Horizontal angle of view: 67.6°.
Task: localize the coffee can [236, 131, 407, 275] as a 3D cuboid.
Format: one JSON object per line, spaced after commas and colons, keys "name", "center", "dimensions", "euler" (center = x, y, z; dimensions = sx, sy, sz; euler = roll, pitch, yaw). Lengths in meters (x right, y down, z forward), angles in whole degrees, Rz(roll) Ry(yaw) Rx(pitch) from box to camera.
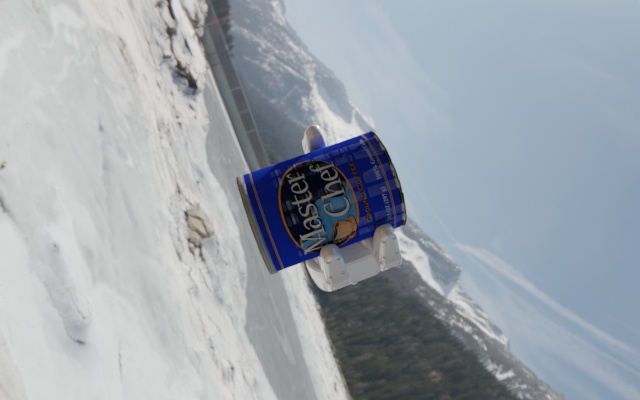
{"name": "coffee can", "center": [0.000, 0.001, 0.475], "dimensions": [0.140, 0.103, 0.103], "euler": [-19, 2, -5]}
